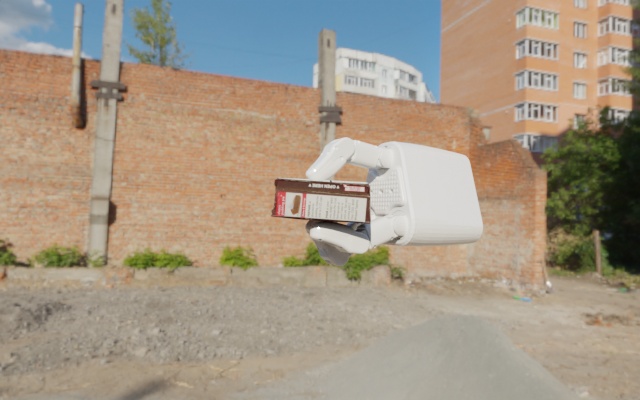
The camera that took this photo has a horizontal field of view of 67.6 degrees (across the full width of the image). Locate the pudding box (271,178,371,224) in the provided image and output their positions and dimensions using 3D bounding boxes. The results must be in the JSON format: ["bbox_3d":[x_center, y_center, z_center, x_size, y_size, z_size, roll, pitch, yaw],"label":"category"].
[{"bbox_3d":[0.000,0.001,0.474,0.090,0.039,0.113,3,-3,-1],"label":"pudding box"}]
